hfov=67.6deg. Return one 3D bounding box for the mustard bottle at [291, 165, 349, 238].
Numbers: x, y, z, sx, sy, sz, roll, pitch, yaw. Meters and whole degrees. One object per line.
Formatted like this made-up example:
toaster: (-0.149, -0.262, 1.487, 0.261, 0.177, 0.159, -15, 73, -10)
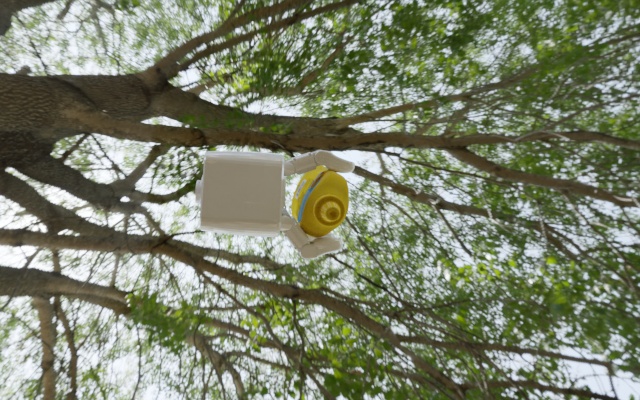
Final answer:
mustard bottle: (0.000, 0.002, 0.682, 0.058, 0.096, 0.191, 28, 3, -11)
